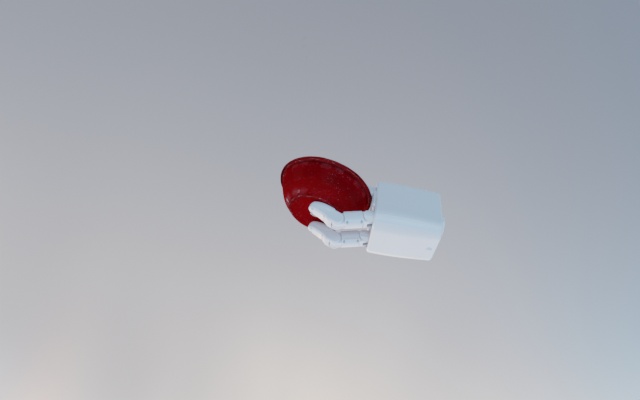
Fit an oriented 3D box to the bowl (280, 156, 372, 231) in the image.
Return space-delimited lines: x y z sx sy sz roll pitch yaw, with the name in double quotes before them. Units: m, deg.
"bowl" -0.001 0.003 0.791 0.162 0.055 0.162 15 -36 11
